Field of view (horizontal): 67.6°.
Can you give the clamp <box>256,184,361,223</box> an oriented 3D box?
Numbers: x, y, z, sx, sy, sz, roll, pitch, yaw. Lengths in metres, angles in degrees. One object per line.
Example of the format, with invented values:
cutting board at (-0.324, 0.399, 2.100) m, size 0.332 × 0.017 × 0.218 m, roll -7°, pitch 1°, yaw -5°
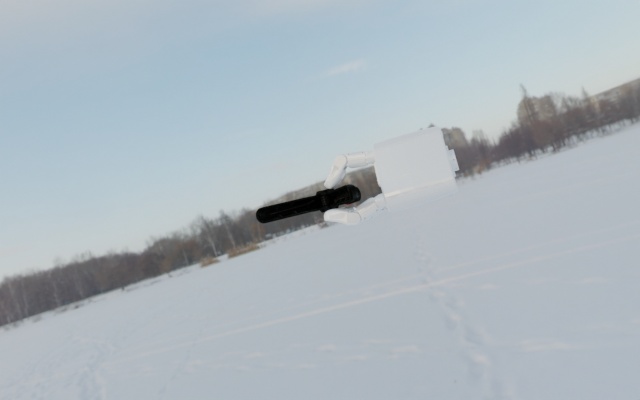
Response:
clamp at (0.000, 0.002, 0.780) m, size 0.164 × 0.036 × 0.210 m, roll -13°, pitch -1°, yaw 16°
